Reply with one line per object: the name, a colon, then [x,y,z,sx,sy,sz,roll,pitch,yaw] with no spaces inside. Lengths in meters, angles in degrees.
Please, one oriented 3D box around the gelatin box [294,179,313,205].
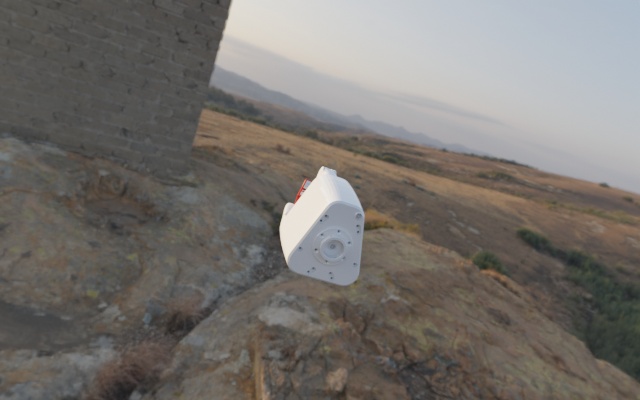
gelatin box: [0.000,0.002,0.756,0.073,0.030,0.089,20,20,0]
